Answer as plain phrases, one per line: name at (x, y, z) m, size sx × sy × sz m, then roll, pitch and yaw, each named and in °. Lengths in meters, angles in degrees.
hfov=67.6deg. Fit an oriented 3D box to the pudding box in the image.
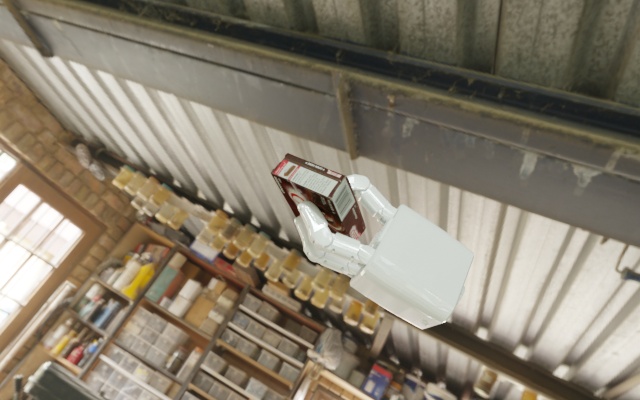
pudding box at (0.000, 0.002, 0.575) m, size 0.090 × 0.039 × 0.114 m, roll 23°, pitch -27°, yaw 31°
